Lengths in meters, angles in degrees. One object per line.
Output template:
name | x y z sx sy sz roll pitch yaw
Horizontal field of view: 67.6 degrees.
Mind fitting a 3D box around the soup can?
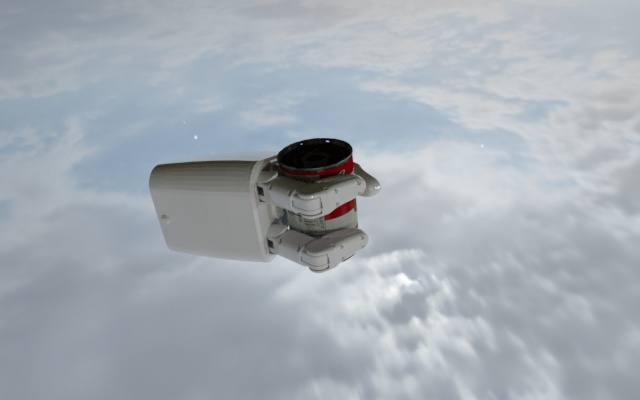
soup can | 0.001 0.002 0.446 0.068 0.102 0.068 -5 28 3
